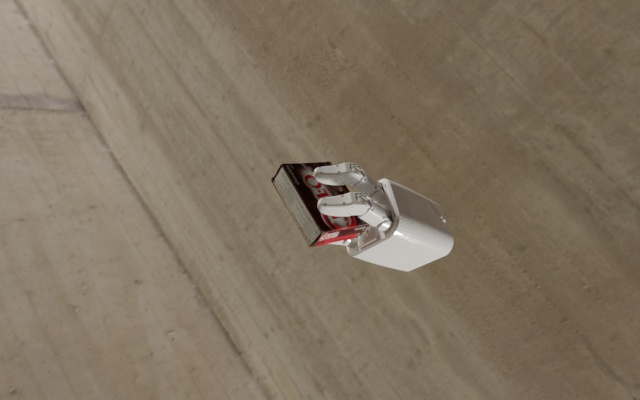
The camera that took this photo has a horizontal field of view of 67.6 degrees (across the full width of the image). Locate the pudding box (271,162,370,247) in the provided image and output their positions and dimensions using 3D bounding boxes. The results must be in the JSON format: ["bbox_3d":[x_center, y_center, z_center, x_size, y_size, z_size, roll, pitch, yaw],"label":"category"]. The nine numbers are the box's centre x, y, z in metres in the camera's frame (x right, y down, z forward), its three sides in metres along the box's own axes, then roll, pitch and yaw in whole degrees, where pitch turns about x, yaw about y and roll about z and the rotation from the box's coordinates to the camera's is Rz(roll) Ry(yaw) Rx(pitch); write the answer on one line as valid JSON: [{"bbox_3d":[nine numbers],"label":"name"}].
[{"bbox_3d":[0.000,0.002,0.625,0.090,0.113,0.039,-6,-36,-45],"label":"pudding box"}]
